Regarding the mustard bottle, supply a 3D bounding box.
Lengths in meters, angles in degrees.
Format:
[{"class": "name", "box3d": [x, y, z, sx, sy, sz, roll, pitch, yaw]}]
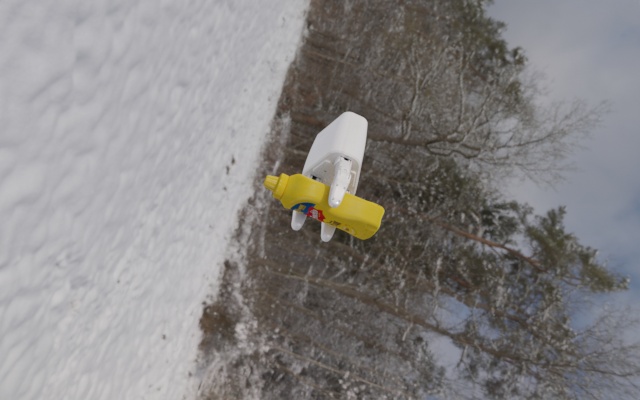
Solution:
[{"class": "mustard bottle", "box3d": [0.000, 0.003, 0.771, 0.191, 0.058, 0.096, 22, -15, -9]}]
